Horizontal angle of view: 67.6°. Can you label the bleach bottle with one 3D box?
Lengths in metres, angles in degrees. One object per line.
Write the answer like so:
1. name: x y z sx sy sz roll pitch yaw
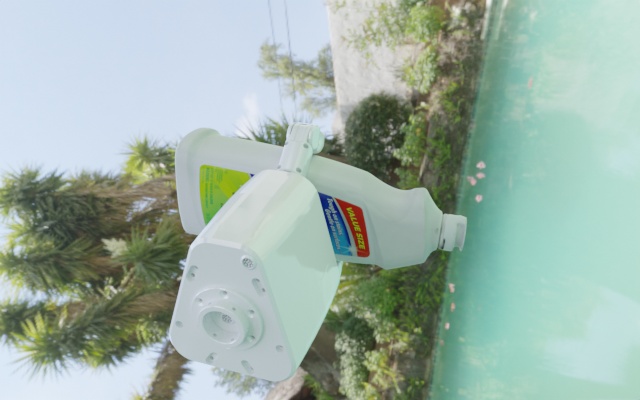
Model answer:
1. bleach bottle: 0.000 0.001 0.424 0.251 0.103 0.068 9 26 13
